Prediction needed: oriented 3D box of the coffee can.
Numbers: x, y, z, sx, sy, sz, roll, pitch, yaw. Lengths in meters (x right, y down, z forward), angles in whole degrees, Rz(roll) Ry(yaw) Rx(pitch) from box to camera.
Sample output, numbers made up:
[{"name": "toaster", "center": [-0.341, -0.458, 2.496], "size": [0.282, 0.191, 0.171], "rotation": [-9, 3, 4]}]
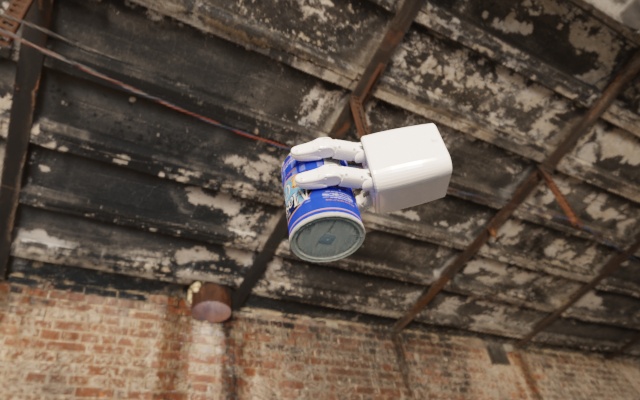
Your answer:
[{"name": "coffee can", "center": [0.000, 0.002, 0.681], "size": [0.103, 0.140, 0.103], "rotation": [-6, -42, -5]}]
